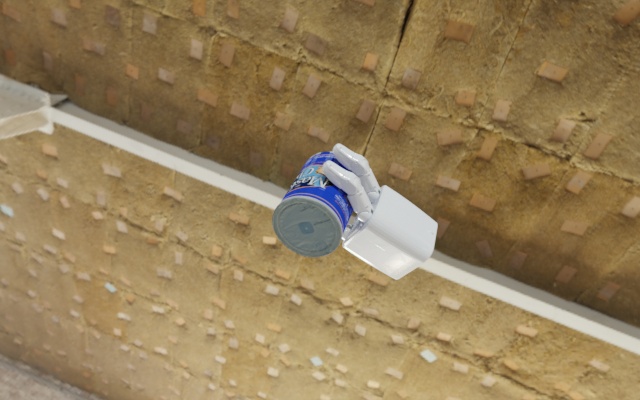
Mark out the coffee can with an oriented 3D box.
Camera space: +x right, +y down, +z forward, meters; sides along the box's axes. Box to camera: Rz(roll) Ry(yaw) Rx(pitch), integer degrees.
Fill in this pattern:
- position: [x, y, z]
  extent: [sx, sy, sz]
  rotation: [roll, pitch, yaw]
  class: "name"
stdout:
- position: [0.000, 0.002, 0.719]
  extent: [0.103, 0.103, 0.140]
  rotation: [0, 33, 20]
  class: "coffee can"
